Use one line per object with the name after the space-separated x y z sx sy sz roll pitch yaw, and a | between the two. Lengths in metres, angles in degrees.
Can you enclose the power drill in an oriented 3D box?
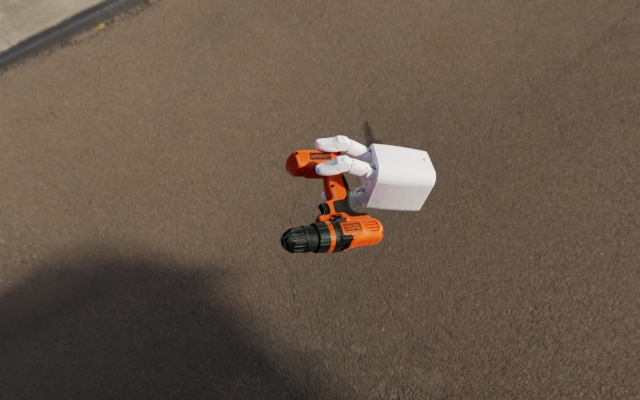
0.000 0.002 0.818 0.184 0.187 0.057 -3 -30 -30 | power drill
